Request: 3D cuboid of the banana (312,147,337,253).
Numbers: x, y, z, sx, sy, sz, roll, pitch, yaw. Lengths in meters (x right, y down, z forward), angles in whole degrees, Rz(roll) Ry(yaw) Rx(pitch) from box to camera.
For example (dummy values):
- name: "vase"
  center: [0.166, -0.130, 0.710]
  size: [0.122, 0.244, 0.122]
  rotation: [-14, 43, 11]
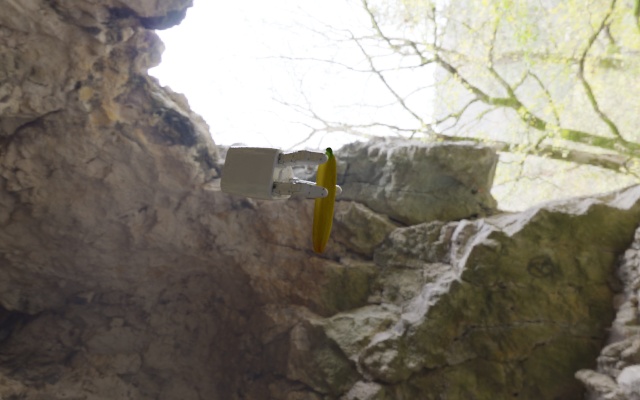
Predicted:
- name: "banana"
  center: [0.005, -0.004, 0.882]
  size: [0.037, 0.198, 0.069]
  rotation: [7, 13, 14]
